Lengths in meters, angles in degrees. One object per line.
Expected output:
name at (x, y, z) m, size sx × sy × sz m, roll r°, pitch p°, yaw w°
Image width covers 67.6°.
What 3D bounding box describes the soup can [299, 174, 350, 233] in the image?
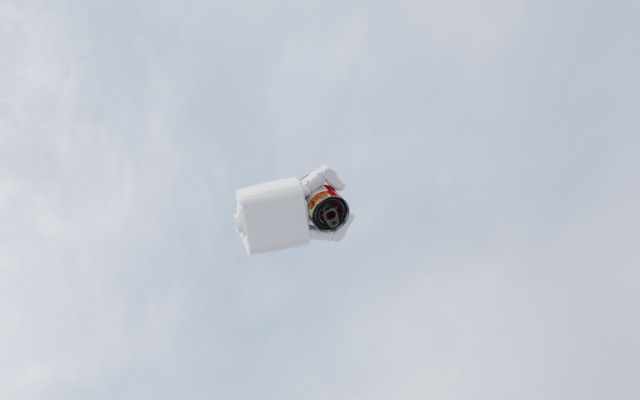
soup can at (0.000, 0.002, 0.835) m, size 0.068 × 0.068 × 0.102 m, roll 0°, pitch 25°, yaw -22°
